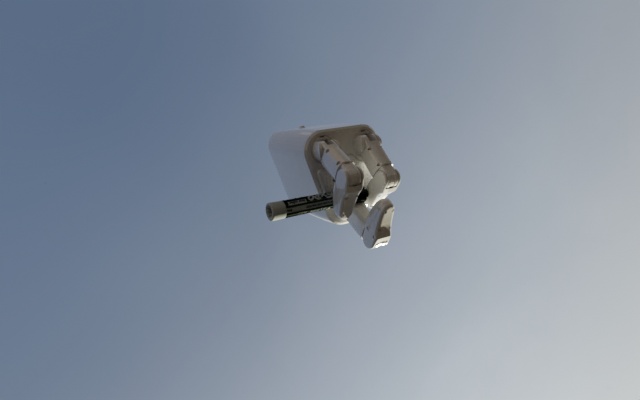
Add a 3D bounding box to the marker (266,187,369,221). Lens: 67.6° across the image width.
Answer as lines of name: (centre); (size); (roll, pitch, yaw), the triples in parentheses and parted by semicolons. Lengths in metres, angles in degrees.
marker: (0.000, 0.002, 0.508); (0.121, 0.020, 0.020); (-11, 5, -29)
